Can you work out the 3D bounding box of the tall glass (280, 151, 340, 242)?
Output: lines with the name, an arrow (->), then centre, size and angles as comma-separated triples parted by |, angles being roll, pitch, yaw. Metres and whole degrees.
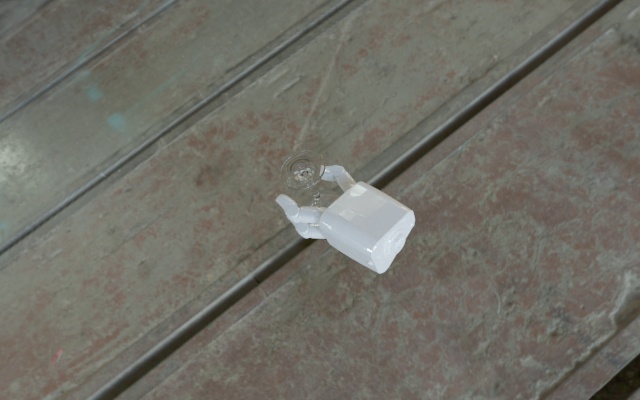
tall glass -> 0.000, 0.002, 0.829 | 0.079, 0.079, 0.201 | 0, -31, 19
